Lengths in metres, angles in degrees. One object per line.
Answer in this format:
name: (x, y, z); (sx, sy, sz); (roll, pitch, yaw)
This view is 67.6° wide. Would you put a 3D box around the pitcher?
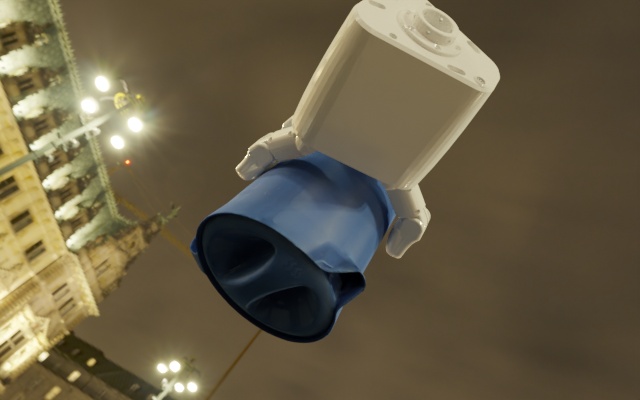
pitcher: (0.000, 0.001, 0.459); (0.242, 0.149, 0.145); (-48, -7, -43)
